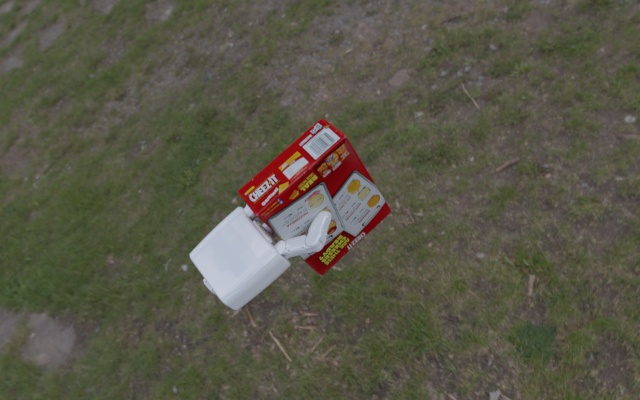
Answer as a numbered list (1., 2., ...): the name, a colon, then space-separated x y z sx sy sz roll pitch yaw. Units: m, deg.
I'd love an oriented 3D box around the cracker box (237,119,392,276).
1. cracker box: 0.000 0.002 0.734 0.072 0.164 0.214 46 -3 40
